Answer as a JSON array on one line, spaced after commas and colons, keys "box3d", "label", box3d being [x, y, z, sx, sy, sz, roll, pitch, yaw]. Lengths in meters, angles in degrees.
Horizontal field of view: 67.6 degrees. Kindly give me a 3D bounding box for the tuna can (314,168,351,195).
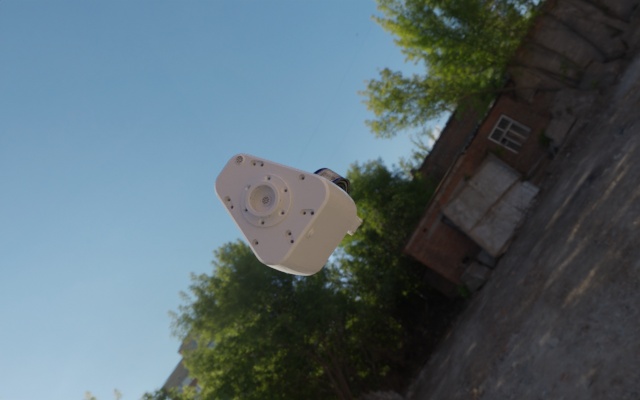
[{"box3d": [0.000, 0.002, 0.609, 0.033, 0.086, 0.086, 32, 13, 22], "label": "tuna can"}]
